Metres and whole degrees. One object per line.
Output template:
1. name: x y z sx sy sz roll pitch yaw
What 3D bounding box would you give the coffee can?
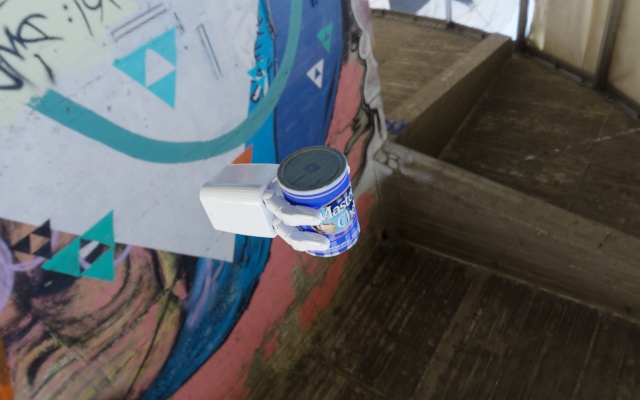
1. coffee can: 0.000 0.002 0.727 0.103 0.140 0.102 -8 43 7
